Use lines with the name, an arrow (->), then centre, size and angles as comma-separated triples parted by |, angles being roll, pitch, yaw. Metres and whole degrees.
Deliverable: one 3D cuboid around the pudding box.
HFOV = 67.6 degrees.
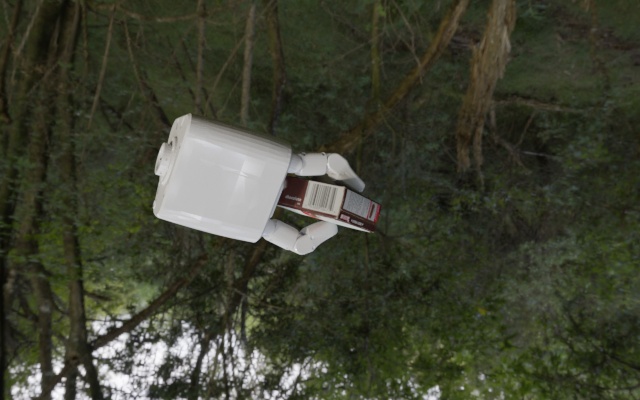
pudding box -> 0.000, 0.002, 0.550 | 0.113, 0.039, 0.090 | 15, -3, 35
